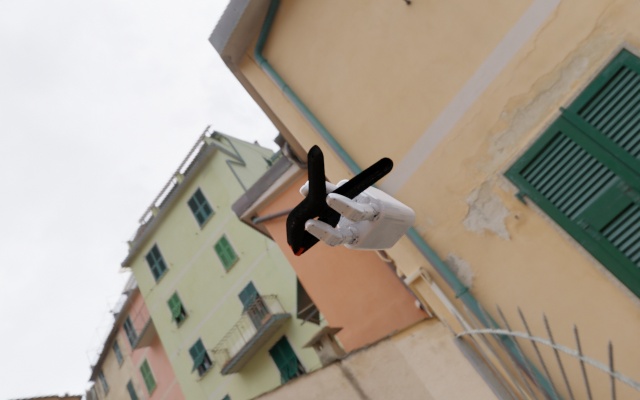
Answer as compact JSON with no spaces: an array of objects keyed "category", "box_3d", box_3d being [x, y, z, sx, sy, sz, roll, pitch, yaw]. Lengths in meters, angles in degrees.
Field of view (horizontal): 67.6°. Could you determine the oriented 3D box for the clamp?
[{"category":"clamp","box_3d":[0.000,0.002,0.726,0.164,0.210,0.036,13,34,-46]}]
